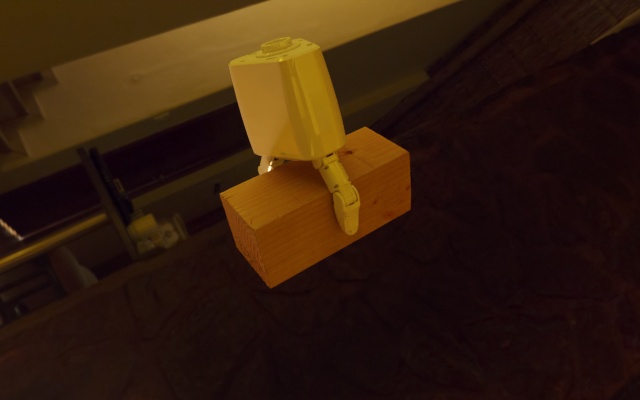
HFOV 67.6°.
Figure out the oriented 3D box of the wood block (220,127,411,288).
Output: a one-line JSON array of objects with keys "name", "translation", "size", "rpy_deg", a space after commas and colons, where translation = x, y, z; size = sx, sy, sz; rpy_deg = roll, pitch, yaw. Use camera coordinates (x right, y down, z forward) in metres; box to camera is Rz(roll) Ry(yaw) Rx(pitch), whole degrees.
[{"name": "wood block", "translation": [0.000, 0.002, 0.570], "size": [0.206, 0.090, 0.090], "rpy_deg": [-27, 41, -21]}]
